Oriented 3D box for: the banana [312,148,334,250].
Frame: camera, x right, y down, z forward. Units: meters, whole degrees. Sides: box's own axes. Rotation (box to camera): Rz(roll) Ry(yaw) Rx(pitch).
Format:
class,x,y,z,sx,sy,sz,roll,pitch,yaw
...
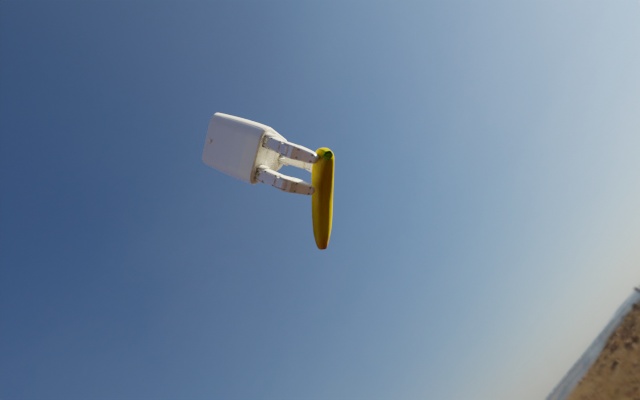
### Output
class,x,y,z,sx,sy,sz,roll,pitch,yaw
banana,0.002,-0.011,0.787,0.037,0.198,0.069,4,36,4
